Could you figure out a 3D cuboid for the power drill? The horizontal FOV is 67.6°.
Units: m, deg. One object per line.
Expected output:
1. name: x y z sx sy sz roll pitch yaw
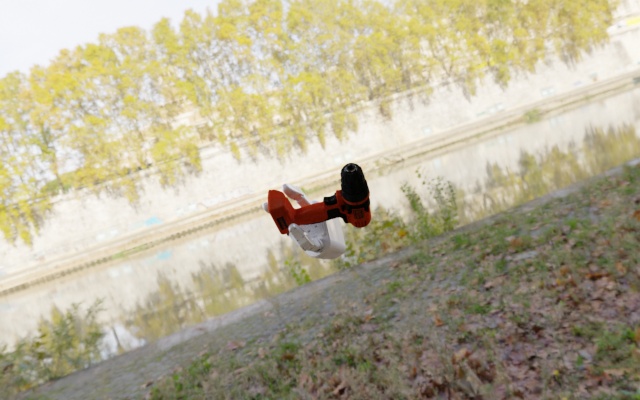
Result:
1. power drill: 0.000 0.003 0.893 0.187 0.057 0.185 -7 -35 7
